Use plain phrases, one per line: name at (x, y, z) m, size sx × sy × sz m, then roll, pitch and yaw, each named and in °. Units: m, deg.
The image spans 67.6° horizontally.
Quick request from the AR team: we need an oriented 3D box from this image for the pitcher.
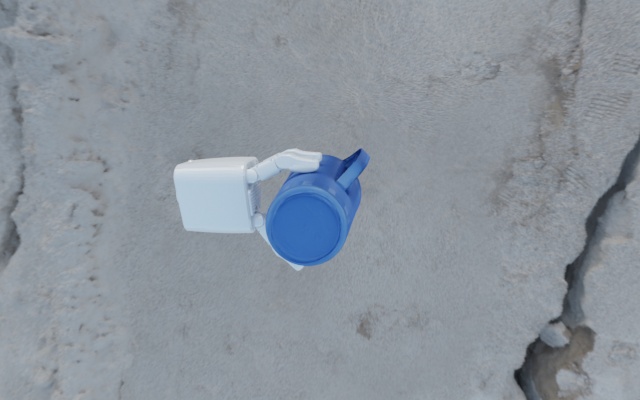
pitcher at (0.000, 0.002, 0.717) m, size 0.145 × 0.149 × 0.242 m, roll 2°, pitch 12°, yaw 5°
